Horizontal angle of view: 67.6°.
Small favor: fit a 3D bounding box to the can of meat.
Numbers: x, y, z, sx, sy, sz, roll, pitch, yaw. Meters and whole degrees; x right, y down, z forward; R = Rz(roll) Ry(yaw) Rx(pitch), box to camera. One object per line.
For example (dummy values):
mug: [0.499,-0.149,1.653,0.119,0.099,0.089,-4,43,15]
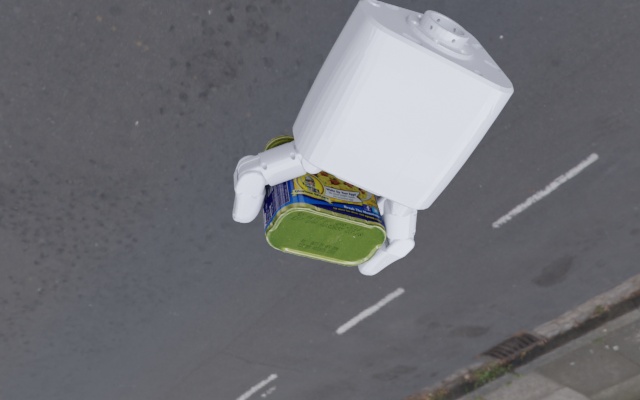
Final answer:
can of meat: [0.000,0.002,0.400,0.102,0.083,0.057,15,-51,-25]
